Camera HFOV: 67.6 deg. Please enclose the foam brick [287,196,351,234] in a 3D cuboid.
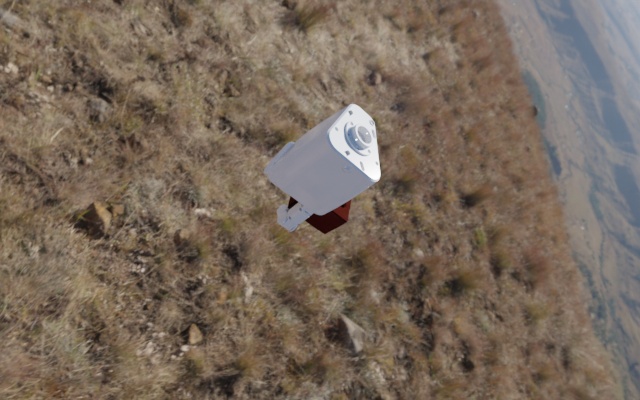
[{"bbox_3d":[0.000,0.002,0.701,0.078,0.053,0.051,37,-47,-25],"label":"foam brick"}]
